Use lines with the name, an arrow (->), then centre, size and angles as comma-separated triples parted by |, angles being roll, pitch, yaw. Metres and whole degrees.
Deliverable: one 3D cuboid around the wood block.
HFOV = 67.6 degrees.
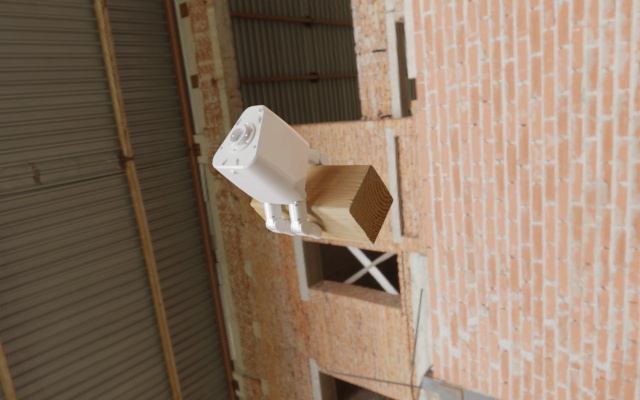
wood block -> 0.000, 0.002, 0.781 | 0.206, 0.090, 0.090 | 4, -35, 40
